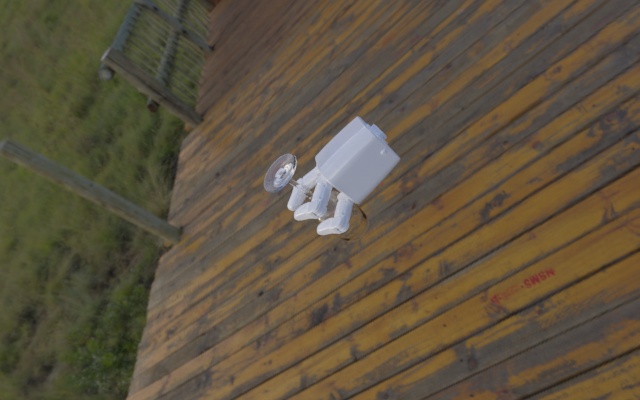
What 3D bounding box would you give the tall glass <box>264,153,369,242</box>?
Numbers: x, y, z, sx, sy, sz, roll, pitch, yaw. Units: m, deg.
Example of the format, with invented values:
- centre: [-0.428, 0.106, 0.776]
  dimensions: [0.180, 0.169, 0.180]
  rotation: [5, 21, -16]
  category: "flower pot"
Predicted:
- centre: [0.000, 0.002, 0.829]
  dimensions: [0.201, 0.079, 0.079]
  rotation: [36, -23, -35]
  category: "tall glass"
